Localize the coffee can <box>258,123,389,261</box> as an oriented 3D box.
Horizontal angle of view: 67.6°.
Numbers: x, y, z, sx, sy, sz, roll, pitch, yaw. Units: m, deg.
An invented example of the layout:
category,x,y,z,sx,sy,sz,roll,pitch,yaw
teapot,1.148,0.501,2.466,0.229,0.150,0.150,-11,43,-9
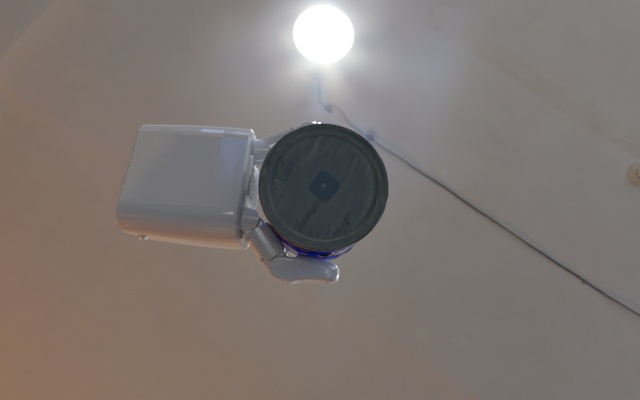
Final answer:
category,x,y,z,sx,sy,sz,roll,pitch,yaw
coffee can,0.000,0.001,0.440,0.103,0.102,0.140,0,-11,-2
